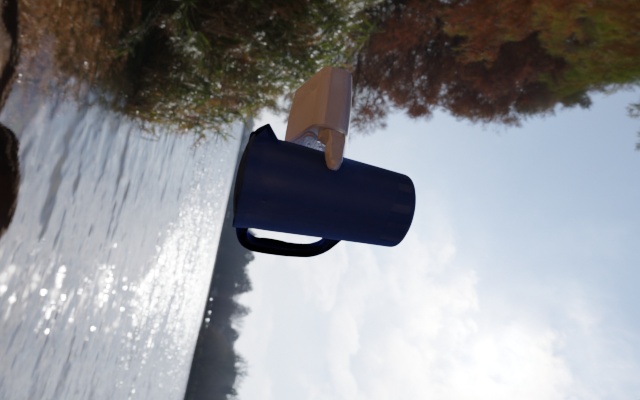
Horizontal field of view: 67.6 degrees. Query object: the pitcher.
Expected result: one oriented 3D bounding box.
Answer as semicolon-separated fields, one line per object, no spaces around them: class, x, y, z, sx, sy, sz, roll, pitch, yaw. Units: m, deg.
pitcher;0.000;0.002;0.672;0.243;0.145;0.149;12;-22;-11
